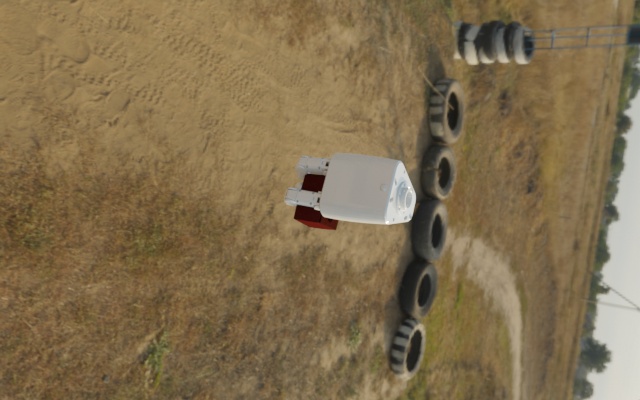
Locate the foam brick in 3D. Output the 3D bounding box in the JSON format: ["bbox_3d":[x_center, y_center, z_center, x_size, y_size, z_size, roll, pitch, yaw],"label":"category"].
[{"bbox_3d":[0.000,0.003,0.749,0.051,0.078,0.053,8,-11,32],"label":"foam brick"}]
